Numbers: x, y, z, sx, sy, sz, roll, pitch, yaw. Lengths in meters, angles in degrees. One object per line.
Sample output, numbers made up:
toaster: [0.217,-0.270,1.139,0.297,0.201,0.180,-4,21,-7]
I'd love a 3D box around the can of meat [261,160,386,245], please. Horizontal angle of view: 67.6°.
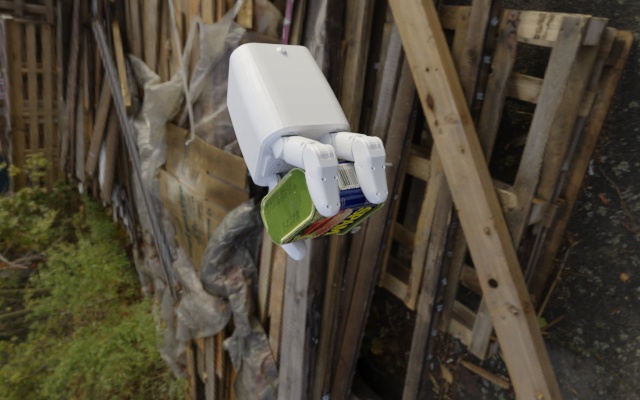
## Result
can of meat: [0.000,0.002,0.470,0.084,0.057,0.102,-10,-19,-36]
